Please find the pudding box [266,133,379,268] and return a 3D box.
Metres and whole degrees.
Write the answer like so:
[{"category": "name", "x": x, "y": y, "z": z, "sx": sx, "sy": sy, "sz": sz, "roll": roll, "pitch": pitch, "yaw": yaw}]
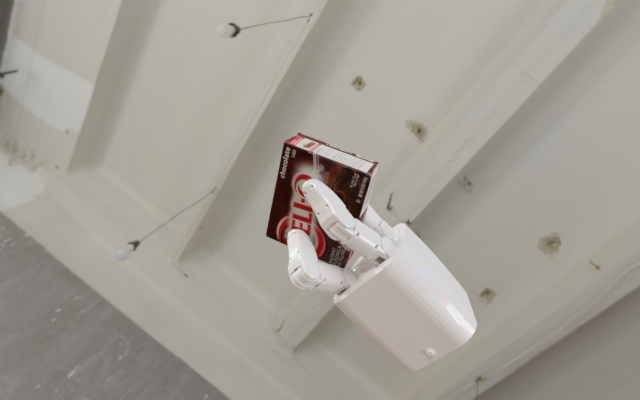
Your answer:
[{"category": "pudding box", "x": 0.000, "y": 0.001, "z": 0.470, "sx": 0.090, "sy": 0.113, "sz": 0.039, "roll": 22, "pitch": 29, "yaw": 13}]
